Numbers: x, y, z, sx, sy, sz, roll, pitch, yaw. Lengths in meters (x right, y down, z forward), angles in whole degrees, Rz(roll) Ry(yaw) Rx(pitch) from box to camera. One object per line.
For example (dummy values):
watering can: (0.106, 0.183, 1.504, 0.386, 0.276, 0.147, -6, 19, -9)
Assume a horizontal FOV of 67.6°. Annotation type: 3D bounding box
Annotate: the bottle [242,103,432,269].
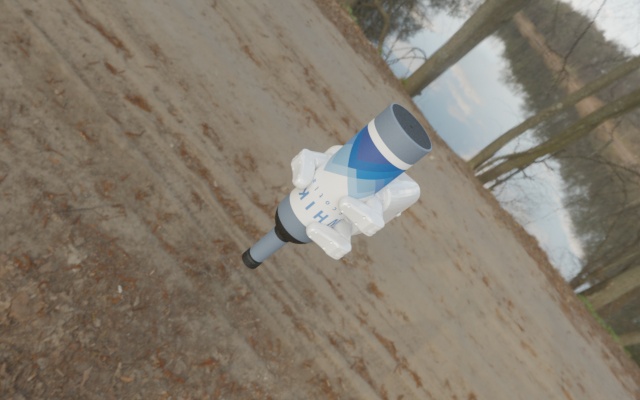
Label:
bottle: (0.000, 0.002, 0.585, 0.296, 0.069, 0.069, -40, -23, 30)
